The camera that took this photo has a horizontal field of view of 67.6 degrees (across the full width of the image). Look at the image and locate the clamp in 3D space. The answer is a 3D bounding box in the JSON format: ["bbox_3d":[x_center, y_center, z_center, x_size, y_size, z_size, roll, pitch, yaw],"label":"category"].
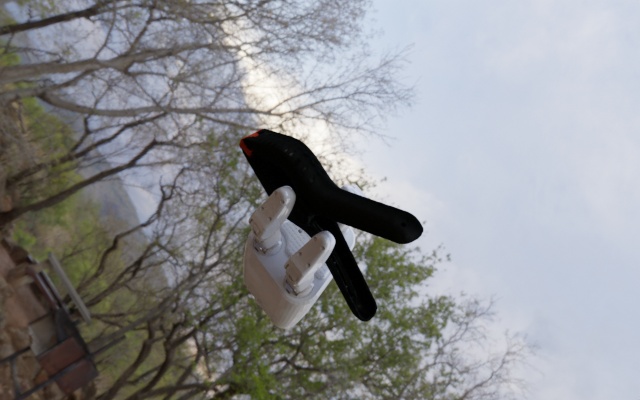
[{"bbox_3d":[0.000,0.001,0.432,0.036,0.210,0.165,-32,-18,-29],"label":"clamp"}]
